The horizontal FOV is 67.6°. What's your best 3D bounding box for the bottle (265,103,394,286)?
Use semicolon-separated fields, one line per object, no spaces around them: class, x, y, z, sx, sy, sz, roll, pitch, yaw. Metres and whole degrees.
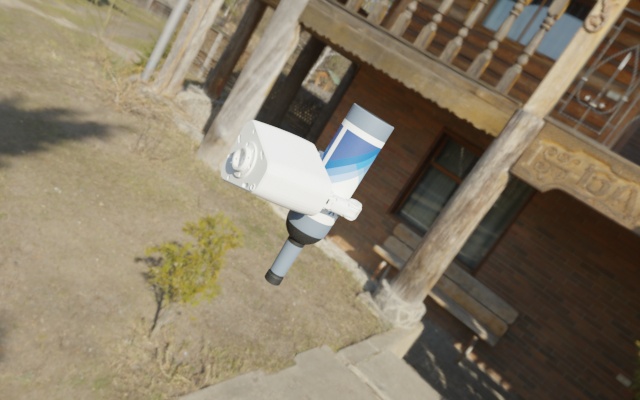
bottle;0.000;0.002;0.704;0.069;0.296;0.069;30;14;-8
